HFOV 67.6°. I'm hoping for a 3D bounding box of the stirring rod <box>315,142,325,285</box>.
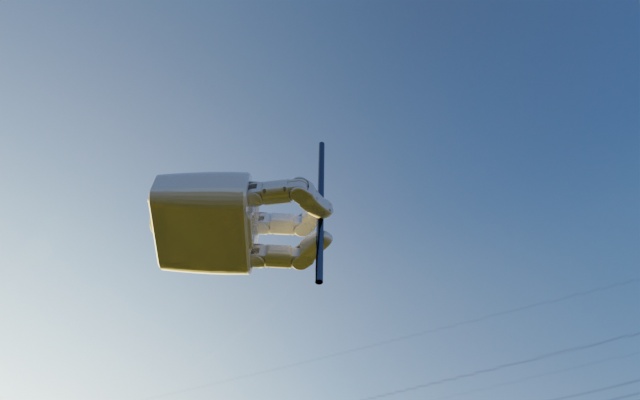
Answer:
[{"bbox_3d":[0.000,0.002,0.562,0.011,0.011,0.239,0,41,1],"label":"stirring rod"}]
